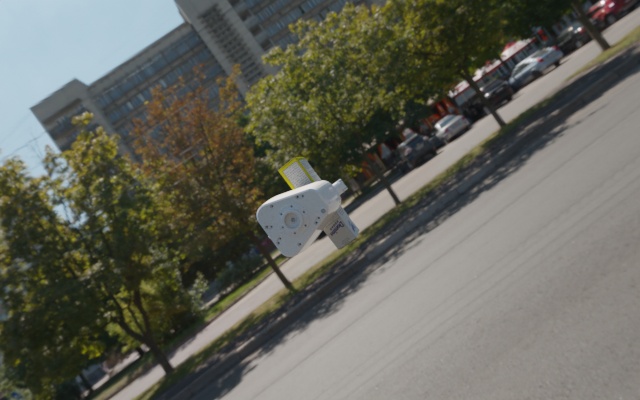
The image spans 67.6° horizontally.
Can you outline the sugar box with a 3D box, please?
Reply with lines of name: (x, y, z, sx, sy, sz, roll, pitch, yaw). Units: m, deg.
sugar box: (0.000, 0.003, 0.863, 0.048, 0.176, 0.093, -35, -1, 10)
